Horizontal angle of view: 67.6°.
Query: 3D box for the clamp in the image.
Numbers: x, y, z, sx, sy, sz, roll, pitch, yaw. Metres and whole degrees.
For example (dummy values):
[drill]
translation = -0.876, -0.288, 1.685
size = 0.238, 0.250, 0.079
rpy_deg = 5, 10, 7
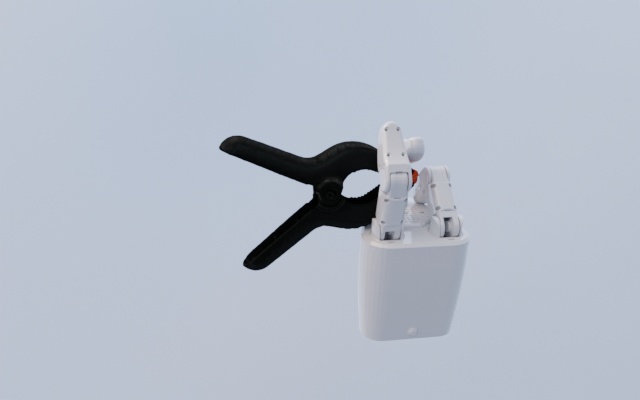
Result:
[clamp]
translation = 0.000, 0.001, 0.422
size = 0.171, 0.120, 0.039
rpy_deg = -2, 23, -9
